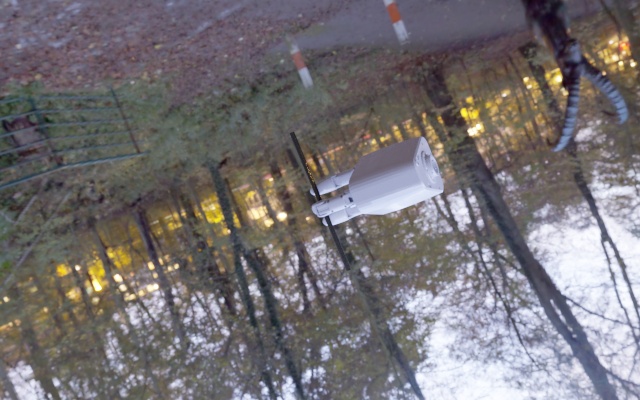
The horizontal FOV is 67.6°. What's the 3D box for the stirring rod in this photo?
[{"bbox_3d":[0.000,0.002,0.770,0.011,0.239,0.011,-22,4,2],"label":"stirring rod"}]
